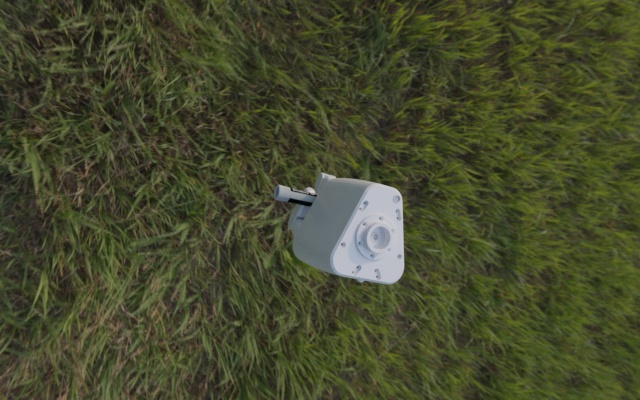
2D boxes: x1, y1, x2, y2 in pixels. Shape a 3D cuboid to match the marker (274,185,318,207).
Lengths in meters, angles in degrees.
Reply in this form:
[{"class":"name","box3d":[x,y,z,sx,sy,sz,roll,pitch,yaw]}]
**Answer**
[{"class":"marker","box3d":[0.000,0.002,0.609,0.121,0.020,0.020,13,-5,-24]}]
